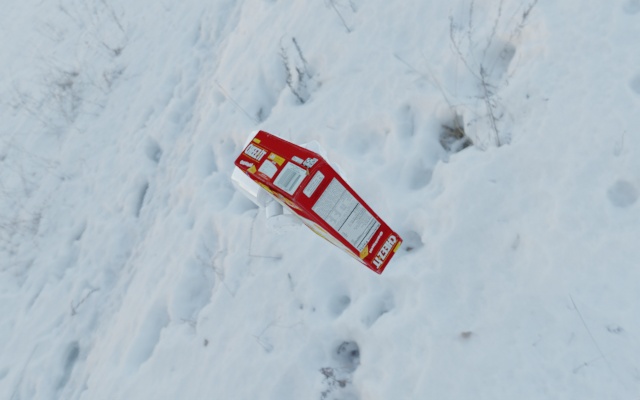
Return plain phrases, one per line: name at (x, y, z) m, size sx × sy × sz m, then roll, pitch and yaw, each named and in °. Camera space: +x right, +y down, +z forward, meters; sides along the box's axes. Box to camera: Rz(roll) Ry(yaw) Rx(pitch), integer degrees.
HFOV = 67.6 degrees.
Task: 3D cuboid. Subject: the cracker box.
cracker box at (0.000, 0.002, 0.683) m, size 0.164 × 0.072 × 0.214 m, roll 29°, pitch -10°, yaw 49°
